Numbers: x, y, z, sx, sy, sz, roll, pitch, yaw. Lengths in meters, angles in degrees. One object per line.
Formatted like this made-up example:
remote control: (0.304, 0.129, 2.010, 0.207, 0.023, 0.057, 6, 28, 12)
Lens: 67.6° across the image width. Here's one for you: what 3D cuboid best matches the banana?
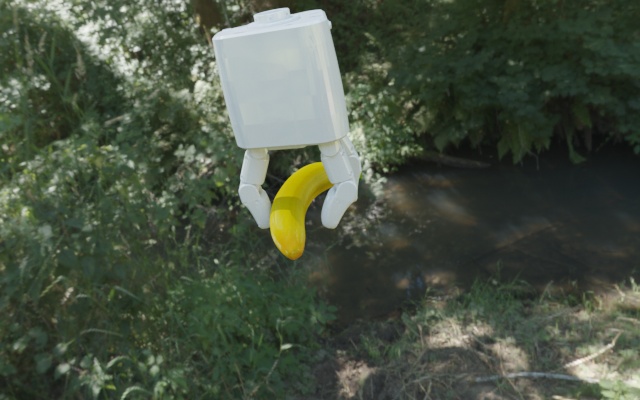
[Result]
banana: (-0.016, -0.002, 0.532, 0.069, 0.037, 0.197, 6, 31, 23)
